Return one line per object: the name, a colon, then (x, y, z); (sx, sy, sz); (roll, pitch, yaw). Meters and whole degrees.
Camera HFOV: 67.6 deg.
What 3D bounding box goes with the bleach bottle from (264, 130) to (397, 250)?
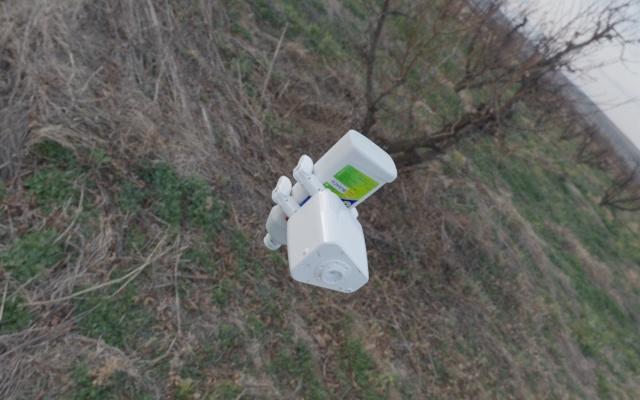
bleach bottle: (0.000, 0.002, 0.780); (0.102, 0.068, 0.251); (32, -59, -27)
